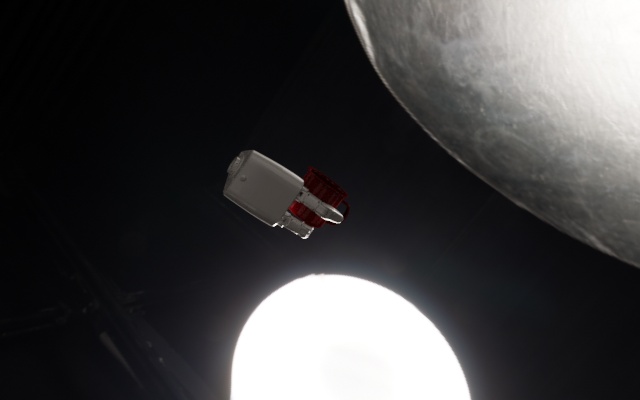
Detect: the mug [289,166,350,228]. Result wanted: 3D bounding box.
[{"bbox_3d":[0.001,0.004,0.889,0.117,0.081,0.093,34,11,-19],"label":"mug"}]
